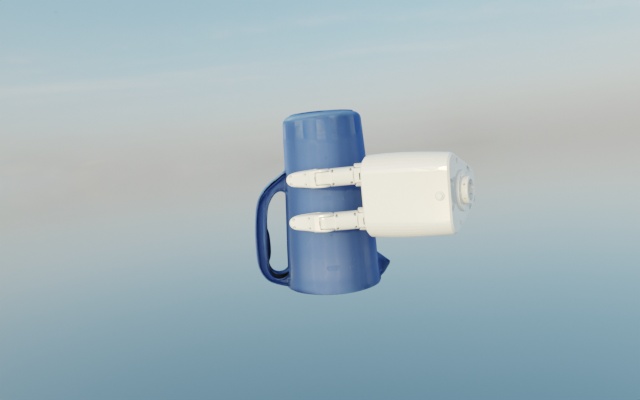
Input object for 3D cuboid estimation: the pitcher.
[{"bbox_3d":[0.000,0.002,0.662,0.145,0.243,0.149,-1,7,35],"label":"pitcher"}]
